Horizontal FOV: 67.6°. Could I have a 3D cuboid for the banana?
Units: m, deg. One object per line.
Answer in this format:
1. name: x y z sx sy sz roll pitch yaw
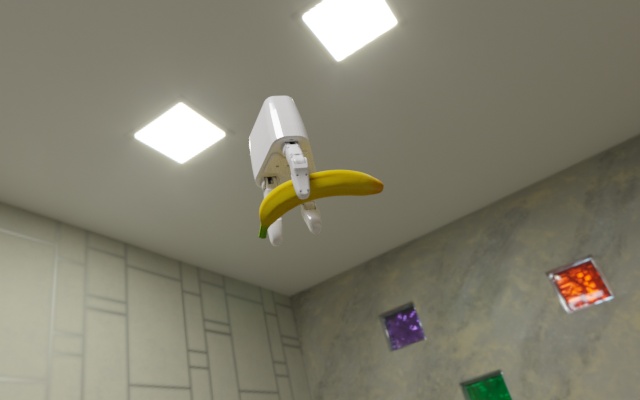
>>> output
1. banana: -0.008 -0.009 0.688 0.198 0.070 0.037 -20 44 1
